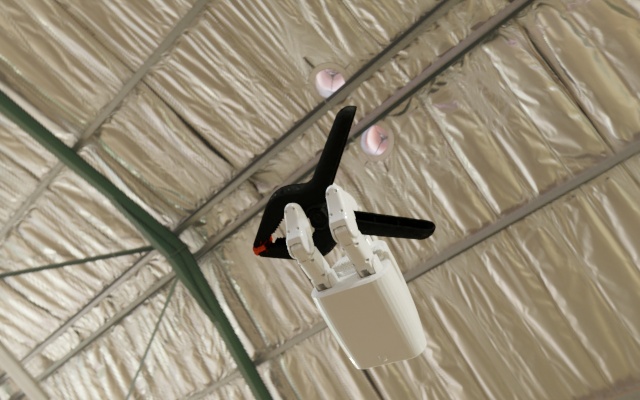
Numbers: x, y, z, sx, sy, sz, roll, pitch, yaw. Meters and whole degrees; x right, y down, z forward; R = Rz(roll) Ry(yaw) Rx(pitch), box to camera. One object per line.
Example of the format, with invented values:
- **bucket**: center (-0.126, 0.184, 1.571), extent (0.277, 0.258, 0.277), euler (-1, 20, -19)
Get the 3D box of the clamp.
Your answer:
- **clamp**: center (0.000, 0.002, 0.537), extent (0.210, 0.164, 0.036), euler (-23, 13, 25)
